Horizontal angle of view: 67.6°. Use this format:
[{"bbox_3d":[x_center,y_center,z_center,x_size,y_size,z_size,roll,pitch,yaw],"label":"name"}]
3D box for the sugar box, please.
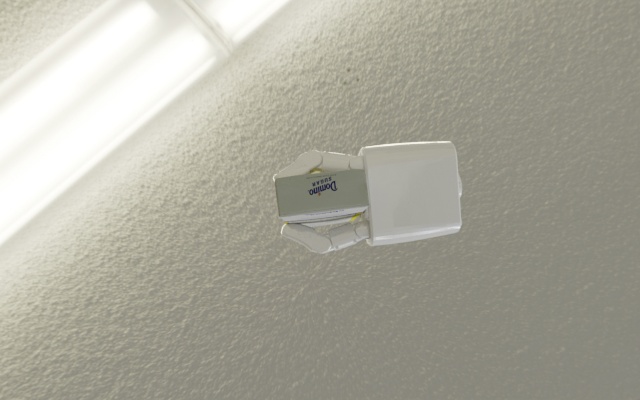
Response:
[{"bbox_3d":[0.000,0.001,0.554,0.093,0.048,0.176,-7,-9,-3],"label":"sugar box"}]
